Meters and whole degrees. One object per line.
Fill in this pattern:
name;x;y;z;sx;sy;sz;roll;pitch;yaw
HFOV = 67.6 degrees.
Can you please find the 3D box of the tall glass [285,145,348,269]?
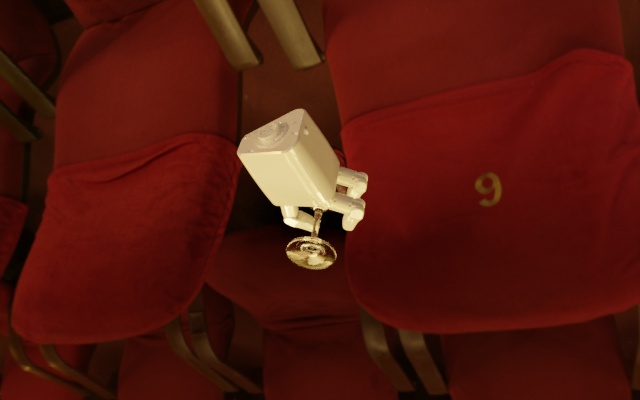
tall glass;0.000;0.003;0.739;0.079;0.200;0.079;6;-42;5
